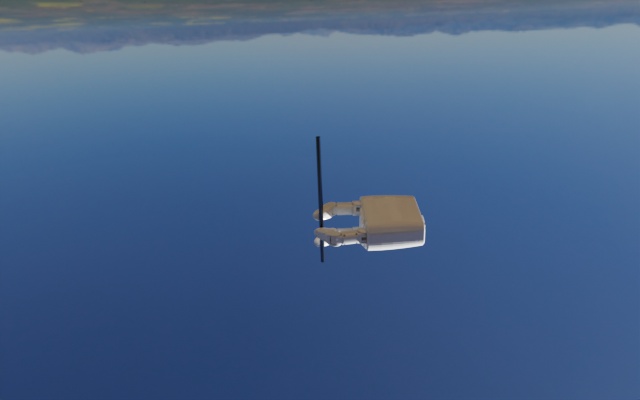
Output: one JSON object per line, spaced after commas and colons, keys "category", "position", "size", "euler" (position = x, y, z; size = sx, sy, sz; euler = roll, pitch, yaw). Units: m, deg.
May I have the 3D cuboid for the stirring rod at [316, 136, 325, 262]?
{"category": "stirring rod", "position": [0.000, 0.003, 0.868], "size": [0.011, 0.240, 0.011], "euler": [-2, 20, 1]}
